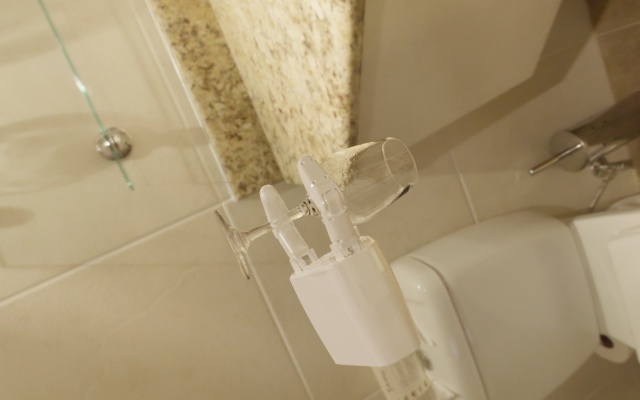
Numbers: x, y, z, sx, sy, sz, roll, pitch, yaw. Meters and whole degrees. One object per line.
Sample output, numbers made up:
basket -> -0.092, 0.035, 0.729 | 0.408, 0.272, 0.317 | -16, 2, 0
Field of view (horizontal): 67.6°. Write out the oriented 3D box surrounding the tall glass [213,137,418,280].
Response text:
tall glass -> -0.001, 0.002, 0.484 | 0.201, 0.079, 0.079 | -26, 8, -17
